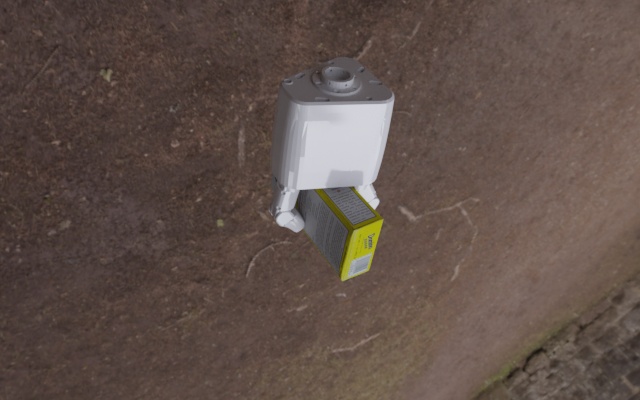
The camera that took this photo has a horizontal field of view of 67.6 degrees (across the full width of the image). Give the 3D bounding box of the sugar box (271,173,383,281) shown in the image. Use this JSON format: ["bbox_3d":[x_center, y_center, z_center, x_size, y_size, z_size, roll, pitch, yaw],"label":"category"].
[{"bbox_3d":[0.001,0.002,0.574,0.048,0.093,0.176,-17,50,-25],"label":"sugar box"}]
